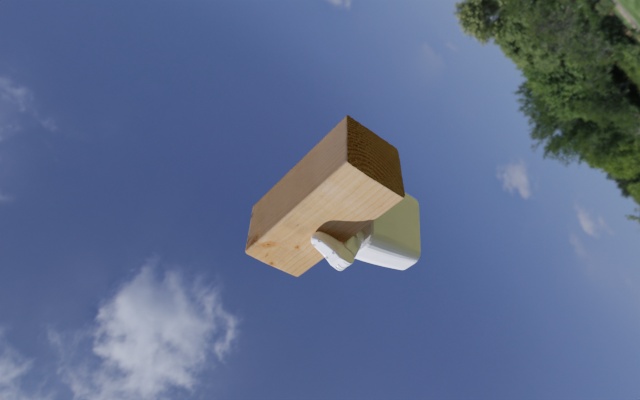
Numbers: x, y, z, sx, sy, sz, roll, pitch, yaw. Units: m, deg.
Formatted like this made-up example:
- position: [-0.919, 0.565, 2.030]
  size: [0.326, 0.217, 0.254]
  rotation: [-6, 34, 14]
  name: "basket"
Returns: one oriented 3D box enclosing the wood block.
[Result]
- position: [0.000, 0.002, 0.616]
  size: [0.090, 0.090, 0.206]
  rotation: [29, -51, -26]
  name: "wood block"
